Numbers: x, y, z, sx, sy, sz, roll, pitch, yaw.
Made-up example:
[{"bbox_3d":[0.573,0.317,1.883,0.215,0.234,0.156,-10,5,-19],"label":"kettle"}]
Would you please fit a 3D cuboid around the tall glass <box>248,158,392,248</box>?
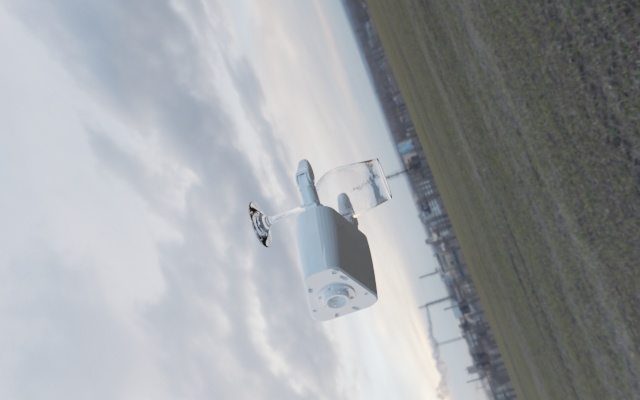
[{"bbox_3d":[-0.001,0.002,0.700,0.201,0.079,0.079,-21,-4,11],"label":"tall glass"}]
